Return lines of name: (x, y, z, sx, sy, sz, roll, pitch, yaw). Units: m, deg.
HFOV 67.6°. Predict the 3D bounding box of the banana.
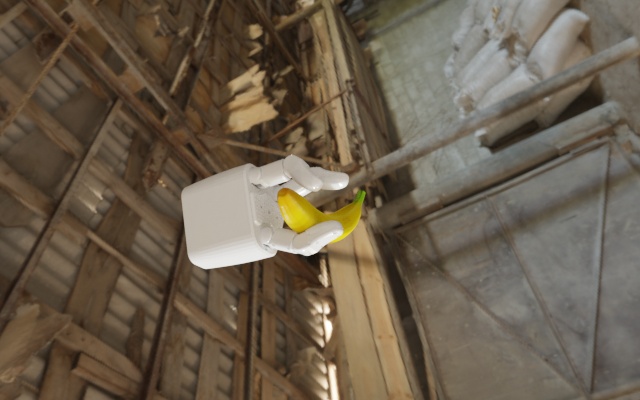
banana: (0.003, 0.021, 0.601, 0.037, 0.069, 0.198, -4, -2, 30)
